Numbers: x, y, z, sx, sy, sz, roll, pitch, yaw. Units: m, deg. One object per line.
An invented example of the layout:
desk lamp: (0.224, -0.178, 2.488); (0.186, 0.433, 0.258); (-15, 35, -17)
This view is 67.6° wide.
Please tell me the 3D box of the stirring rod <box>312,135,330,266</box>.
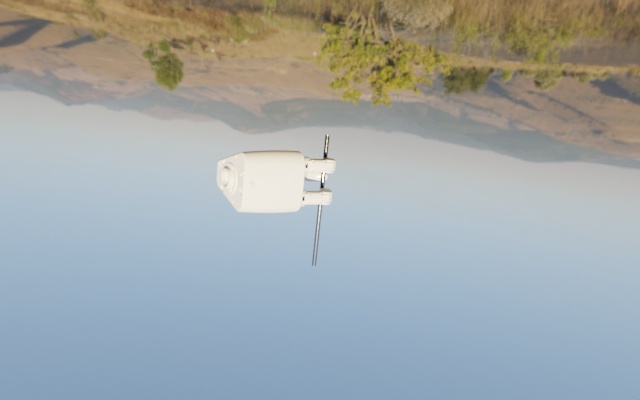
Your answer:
stirring rod: (0.000, 0.003, 0.858); (0.011, 0.239, 0.011); (6, 12, -1)
